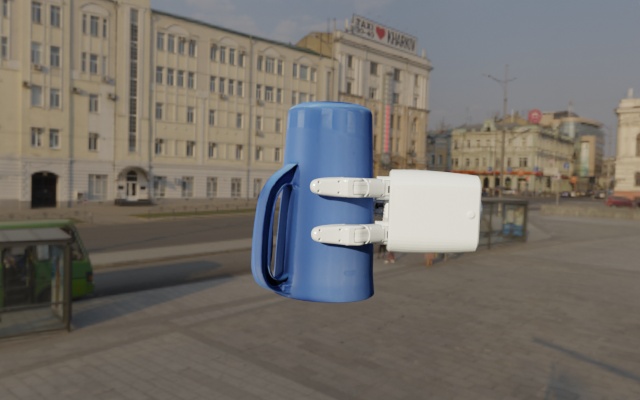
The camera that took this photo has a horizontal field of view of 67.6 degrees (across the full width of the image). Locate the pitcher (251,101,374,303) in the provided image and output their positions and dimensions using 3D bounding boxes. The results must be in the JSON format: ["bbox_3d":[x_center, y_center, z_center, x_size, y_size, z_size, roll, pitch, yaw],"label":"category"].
[{"bbox_3d":[0.000,0.002,0.605,0.145,0.243,0.149,2,2,5],"label":"pitcher"}]
